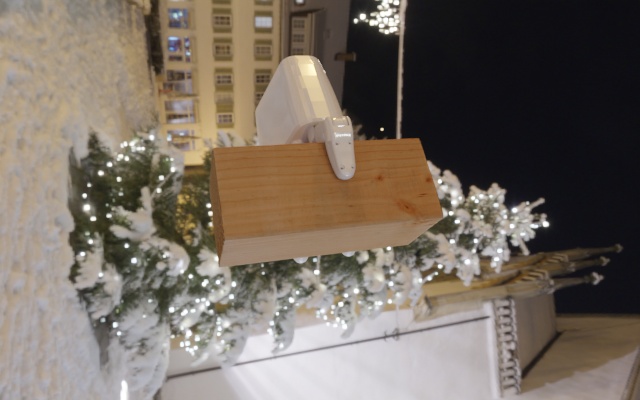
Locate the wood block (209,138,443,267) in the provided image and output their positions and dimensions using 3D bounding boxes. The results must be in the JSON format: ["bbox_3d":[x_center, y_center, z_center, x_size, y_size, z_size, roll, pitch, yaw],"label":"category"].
[{"bbox_3d":[0.000,0.001,0.474,0.206,0.090,0.091,-5,-22,-17],"label":"wood block"}]
